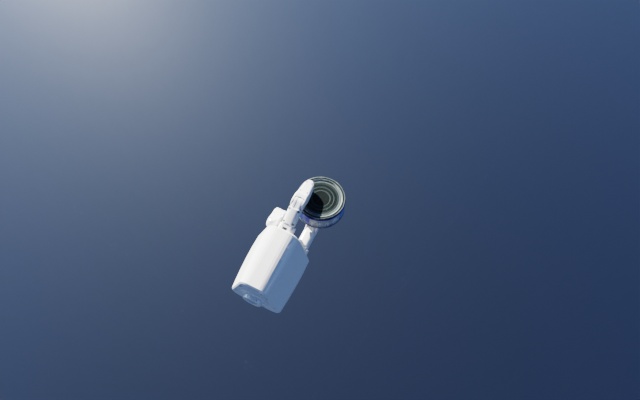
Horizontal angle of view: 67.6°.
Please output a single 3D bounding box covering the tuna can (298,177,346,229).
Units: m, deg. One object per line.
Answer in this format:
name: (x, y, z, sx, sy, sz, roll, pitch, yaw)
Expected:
tuna can: (0.000, 0.002, 0.818, 0.086, 0.086, 0.034, 0, -29, -3)
